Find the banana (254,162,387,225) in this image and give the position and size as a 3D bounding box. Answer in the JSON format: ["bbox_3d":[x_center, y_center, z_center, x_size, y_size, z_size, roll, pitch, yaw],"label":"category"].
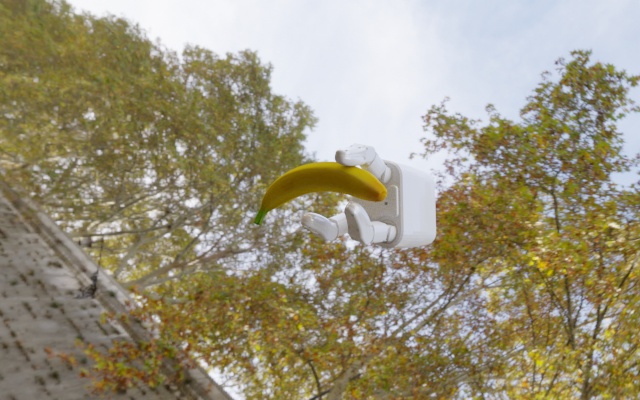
[{"bbox_3d":[-0.004,-0.016,0.600,0.198,0.069,0.037,-13,-16,35],"label":"banana"}]
